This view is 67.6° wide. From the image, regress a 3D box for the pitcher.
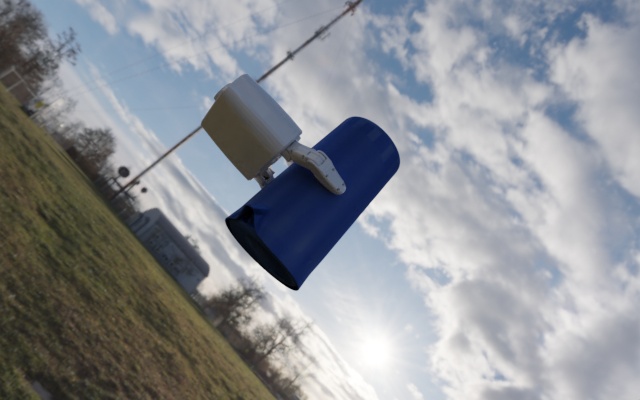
[{"bbox_3d":[0.000,0.002,0.668,0.242,0.145,0.149,-45,7,-20],"label":"pitcher"}]
